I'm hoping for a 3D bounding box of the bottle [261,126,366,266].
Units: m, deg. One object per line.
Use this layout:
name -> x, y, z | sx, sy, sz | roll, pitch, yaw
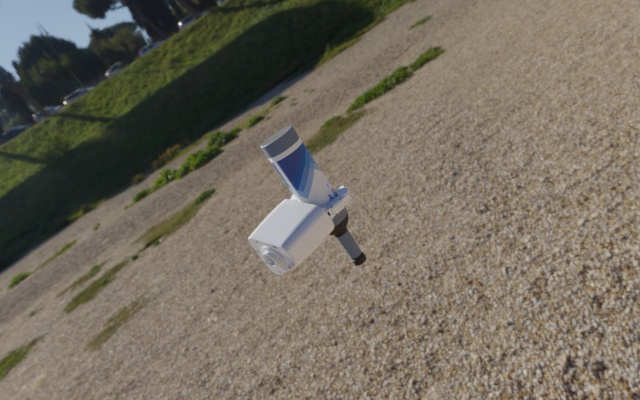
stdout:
bottle -> 0.000, 0.003, 0.883 | 0.069, 0.296, 0.069 | -30, 19, 12
